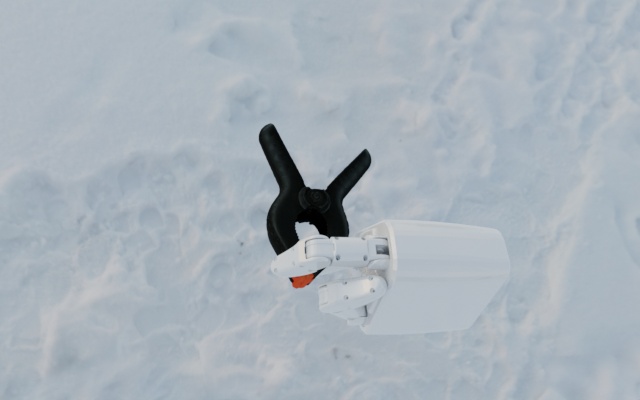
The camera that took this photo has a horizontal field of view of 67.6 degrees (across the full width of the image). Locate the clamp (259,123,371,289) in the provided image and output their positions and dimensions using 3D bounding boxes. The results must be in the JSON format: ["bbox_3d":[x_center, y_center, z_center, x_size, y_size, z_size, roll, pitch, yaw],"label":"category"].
[{"bbox_3d":[0.000,0.001,0.464,0.120,0.171,0.039,3,-29,-12],"label":"clamp"}]
